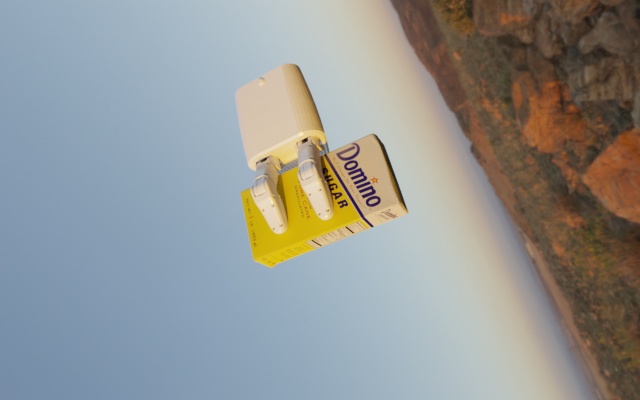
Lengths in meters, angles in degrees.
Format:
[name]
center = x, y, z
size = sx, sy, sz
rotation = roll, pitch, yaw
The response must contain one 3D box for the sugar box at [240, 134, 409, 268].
[sugar box]
center = 0.000, 0.002, 0.540
size = 0.176, 0.093, 0.048
rotation = -25, -26, 17
